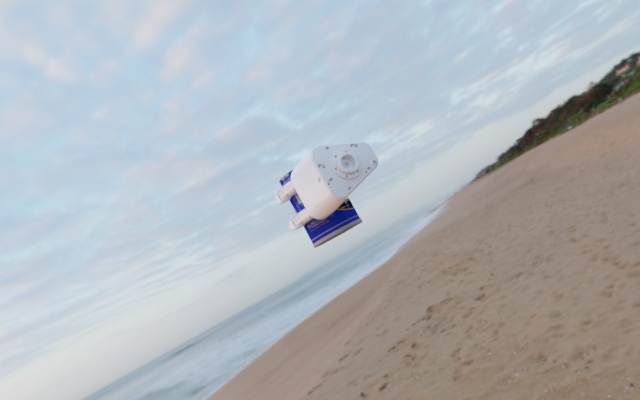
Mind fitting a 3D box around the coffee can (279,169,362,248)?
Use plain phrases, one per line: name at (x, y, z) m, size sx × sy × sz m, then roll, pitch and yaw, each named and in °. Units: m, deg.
coffee can at (0.000, 0.003, 0.893) m, size 0.103 × 0.140 × 0.103 m, roll -28°, pitch -7°, yaw -4°
